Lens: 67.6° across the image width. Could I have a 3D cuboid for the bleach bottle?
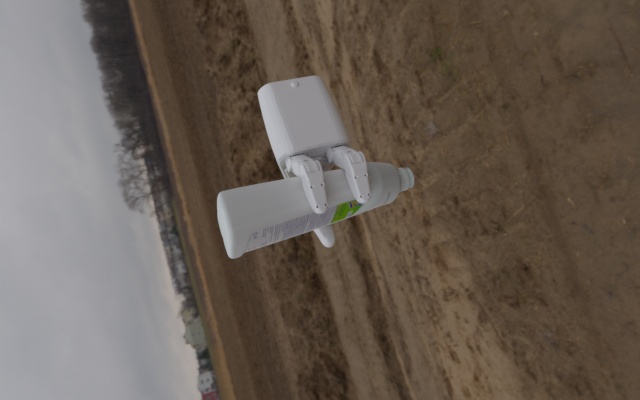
[{"bbox_3d":[0.000,0.002,0.606,0.251,0.068,0.103,-14,-20,-18],"label":"bleach bottle"}]
